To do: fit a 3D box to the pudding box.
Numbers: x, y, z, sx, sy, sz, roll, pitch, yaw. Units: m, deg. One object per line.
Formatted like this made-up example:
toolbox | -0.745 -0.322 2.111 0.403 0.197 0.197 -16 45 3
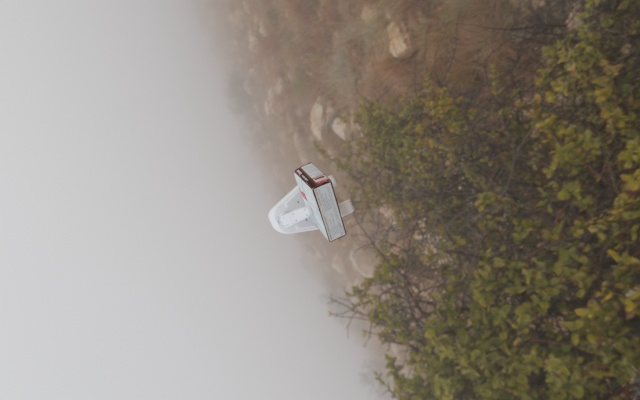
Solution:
pudding box | 0.000 0.003 0.815 0.039 0.114 0.090 -27 32 -12
